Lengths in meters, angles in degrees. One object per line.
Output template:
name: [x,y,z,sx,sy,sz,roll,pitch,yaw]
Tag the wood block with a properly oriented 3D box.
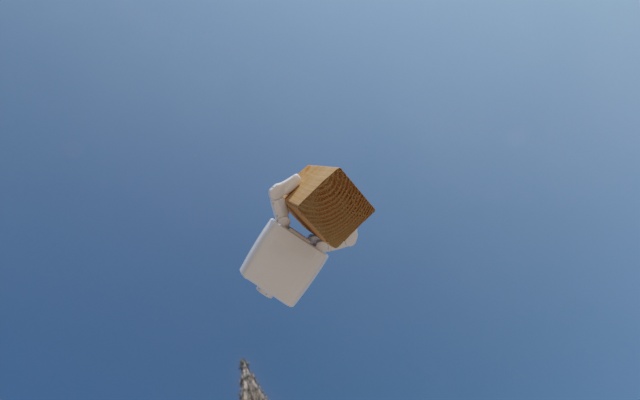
wood block: [0.000,0.003,0.807,0.090,0.091,0.206,-44,14,-7]
